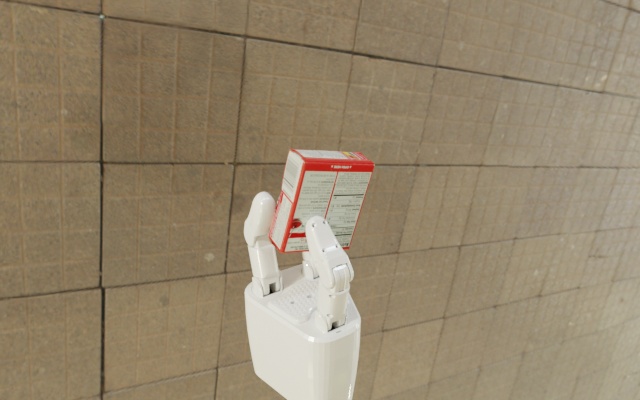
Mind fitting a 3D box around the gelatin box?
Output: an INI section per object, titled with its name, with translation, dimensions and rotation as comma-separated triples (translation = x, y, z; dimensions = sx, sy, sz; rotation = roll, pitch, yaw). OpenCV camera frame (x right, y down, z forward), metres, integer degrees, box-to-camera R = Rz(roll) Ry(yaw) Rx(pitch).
[gelatin box]
translation = 0.000, 0.001, 0.415
dimensions = 0.073, 0.089, 0.030
rotation = -1, 29, -33
